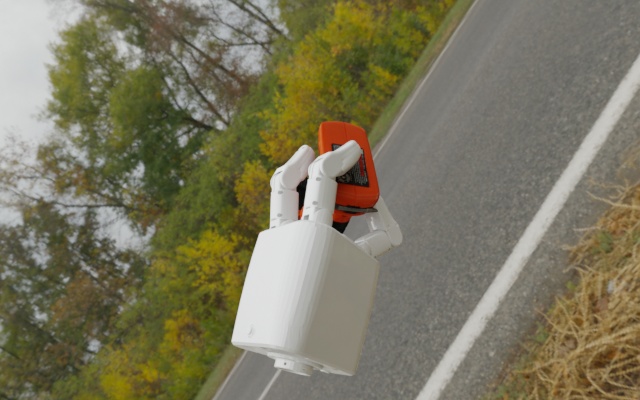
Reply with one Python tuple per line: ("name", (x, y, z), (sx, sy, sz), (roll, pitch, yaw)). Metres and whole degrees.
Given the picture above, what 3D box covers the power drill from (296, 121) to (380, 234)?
("power drill", (0.000, 0.002, 0.544), (0.057, 0.184, 0.188), (4, -38, -17))
